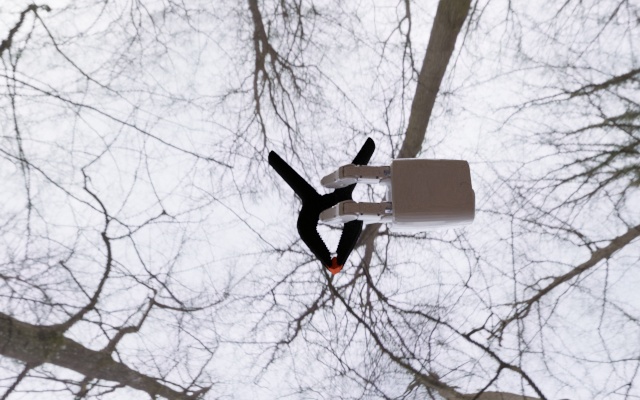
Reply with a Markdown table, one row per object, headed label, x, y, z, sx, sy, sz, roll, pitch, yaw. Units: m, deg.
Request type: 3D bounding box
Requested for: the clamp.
| label | x | y | z | sx | sy | sz | roll | pitch | yaw |
| --- | --- | --- | --- | --- | --- | --- | --- | --- | --- |
| clamp | 0.000 | 0.003 | 0.693 | 0.164 | 0.210 | 0.036 | -2 | -24 | 6 |
